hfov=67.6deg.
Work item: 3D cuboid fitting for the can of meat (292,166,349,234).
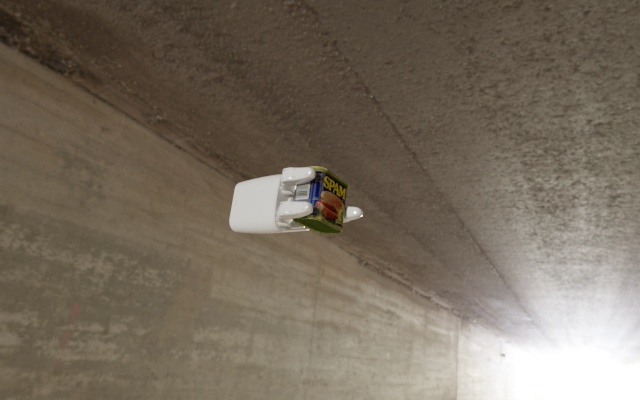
[{"bbox_3d":[0.000,0.003,0.772,0.057,0.084,0.102,-4,-20,32],"label":"can of meat"}]
